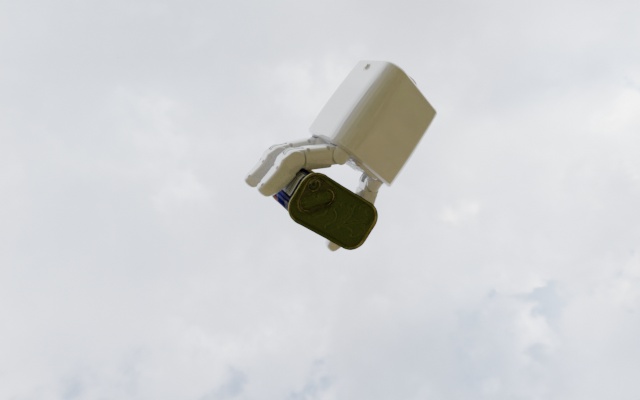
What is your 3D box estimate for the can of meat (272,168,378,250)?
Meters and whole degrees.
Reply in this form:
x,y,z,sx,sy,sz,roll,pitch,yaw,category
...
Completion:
x,y,z,sx,sy,sz,roll,pitch,yaw,category
0.000,0.002,0.531,0.102,0.057,0.084,30,3,-27,can of meat
